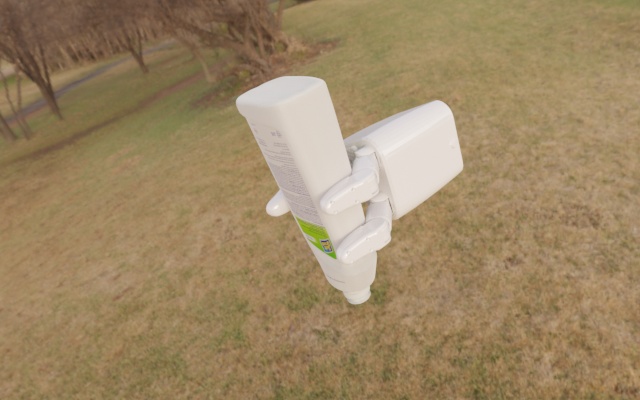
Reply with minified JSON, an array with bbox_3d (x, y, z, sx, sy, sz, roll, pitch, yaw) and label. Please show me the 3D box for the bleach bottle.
[{"bbox_3d":[0.000,0.002,0.497,0.068,0.251,0.102,-32,29,-22],"label":"bleach bottle"}]
